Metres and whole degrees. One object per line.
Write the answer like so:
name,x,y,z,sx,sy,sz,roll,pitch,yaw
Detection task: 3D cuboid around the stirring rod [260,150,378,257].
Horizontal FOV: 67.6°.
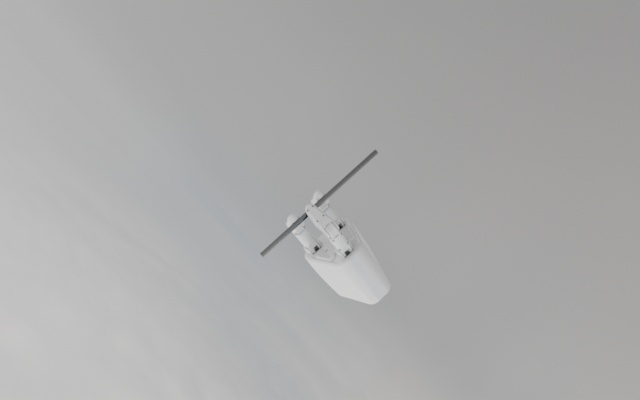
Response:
stirring rod,0.000,0.002,0.730,0.239,0.011,0.011,-42,9,-10
